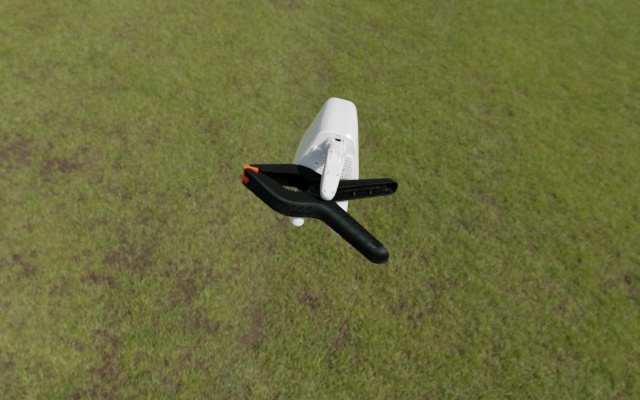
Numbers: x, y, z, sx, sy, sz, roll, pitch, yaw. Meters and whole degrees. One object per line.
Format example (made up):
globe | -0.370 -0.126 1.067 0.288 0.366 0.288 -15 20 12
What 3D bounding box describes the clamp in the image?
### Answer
clamp | 0.000 0.001 0.604 0.210 0.036 0.164 13 36 -4
